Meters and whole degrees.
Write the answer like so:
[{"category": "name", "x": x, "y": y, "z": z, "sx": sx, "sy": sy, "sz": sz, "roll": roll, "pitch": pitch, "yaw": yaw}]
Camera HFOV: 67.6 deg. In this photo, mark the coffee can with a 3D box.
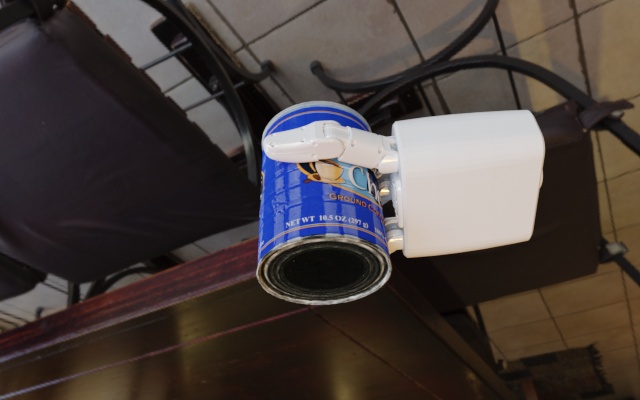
[{"category": "coffee can", "x": 0.000, "y": 0.001, "z": 0.402, "sx": 0.103, "sy": 0.140, "sz": 0.103, "roll": -2, "pitch": -38, "yaw": -1}]
